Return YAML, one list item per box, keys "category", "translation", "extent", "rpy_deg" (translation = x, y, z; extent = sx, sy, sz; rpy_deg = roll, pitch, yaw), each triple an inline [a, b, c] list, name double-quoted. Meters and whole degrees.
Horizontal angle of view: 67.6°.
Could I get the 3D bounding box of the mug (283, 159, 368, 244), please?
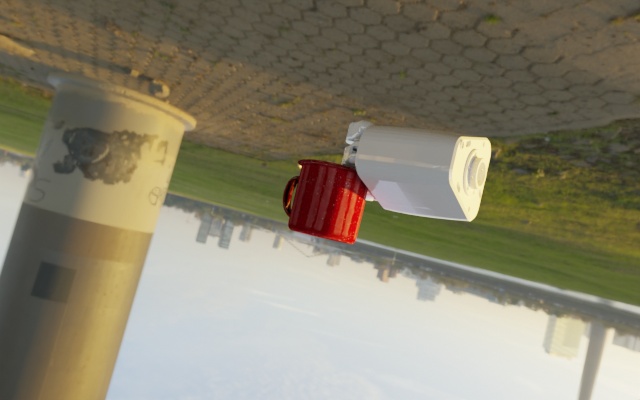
- category: "mug"
  translation: [-0.001, 0.002, 0.567]
  extent: [0.117, 0.081, 0.093]
  rpy_deg: [10, -6, 36]
